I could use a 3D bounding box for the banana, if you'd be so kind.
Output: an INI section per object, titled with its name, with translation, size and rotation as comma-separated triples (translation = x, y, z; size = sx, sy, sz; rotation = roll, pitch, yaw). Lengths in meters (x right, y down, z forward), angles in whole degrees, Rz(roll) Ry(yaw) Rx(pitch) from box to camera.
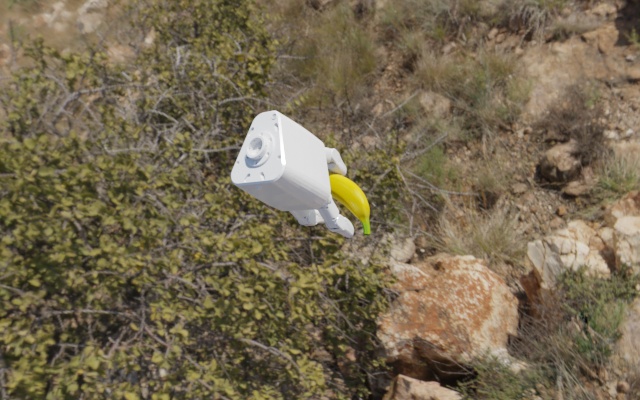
[banana]
translation = 0.010, -0.013, 0.776
size = 0.197, 0.069, 0.037
rotation = 27, 4, 38
